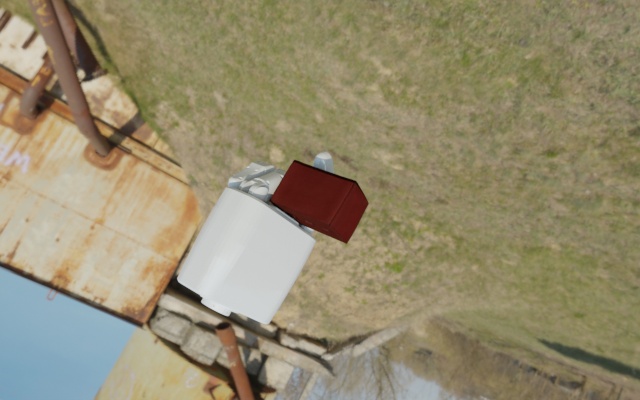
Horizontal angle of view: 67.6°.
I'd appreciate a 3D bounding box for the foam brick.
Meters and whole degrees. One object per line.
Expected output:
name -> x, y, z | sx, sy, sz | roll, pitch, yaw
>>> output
foam brick -> 0.000, 0.002, 0.487 | 0.078, 0.051, 0.053 | 21, -16, 31
